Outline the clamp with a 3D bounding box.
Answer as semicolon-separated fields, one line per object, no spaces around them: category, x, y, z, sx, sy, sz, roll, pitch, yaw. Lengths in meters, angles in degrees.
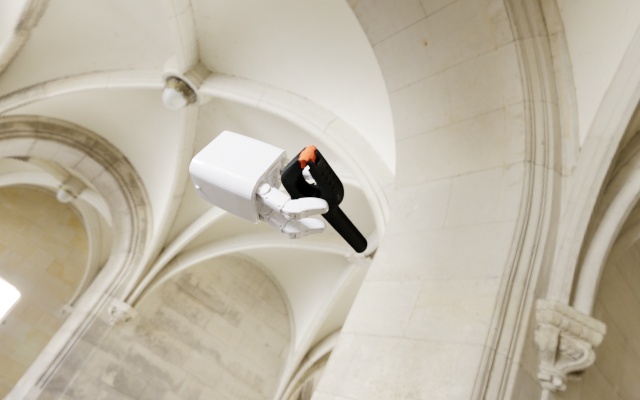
clamp;0.000;0.001;0.695;0.164;0.036;0.210;21;-31;11
